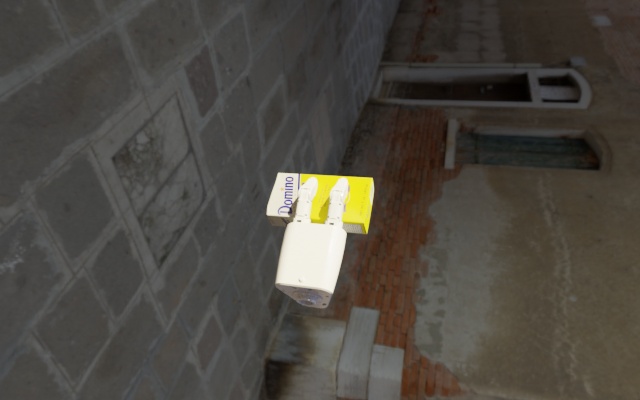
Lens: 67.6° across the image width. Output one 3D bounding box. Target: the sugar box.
[{"bbox_3d":[0.000,0.003,0.833,0.176,0.093,0.048,5,-31,15],"label":"sugar box"}]
